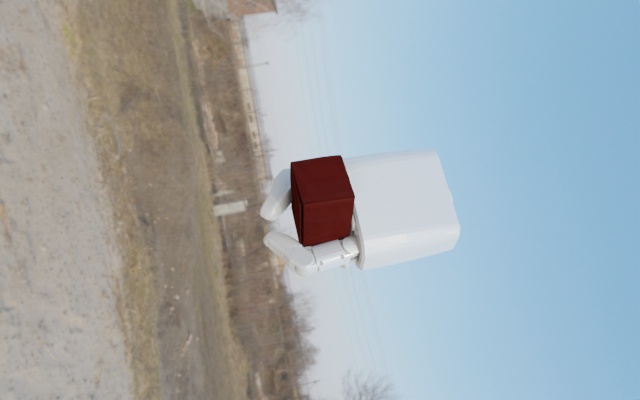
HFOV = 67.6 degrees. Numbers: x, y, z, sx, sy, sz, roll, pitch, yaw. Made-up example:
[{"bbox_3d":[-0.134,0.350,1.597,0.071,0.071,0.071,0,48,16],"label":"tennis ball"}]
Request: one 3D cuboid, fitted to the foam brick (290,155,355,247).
[{"bbox_3d":[0.000,0.001,0.466,0.051,0.053,0.078,-9,-34,-8],"label":"foam brick"}]
